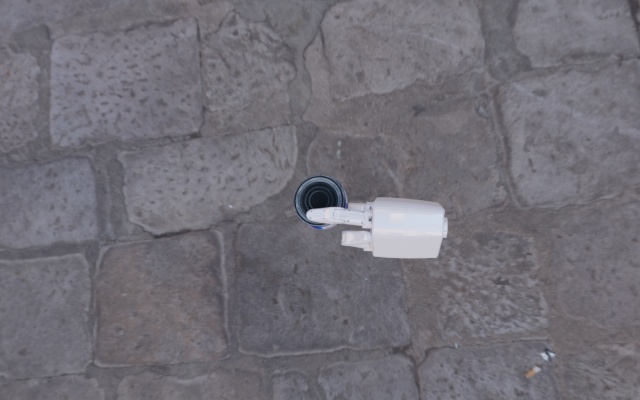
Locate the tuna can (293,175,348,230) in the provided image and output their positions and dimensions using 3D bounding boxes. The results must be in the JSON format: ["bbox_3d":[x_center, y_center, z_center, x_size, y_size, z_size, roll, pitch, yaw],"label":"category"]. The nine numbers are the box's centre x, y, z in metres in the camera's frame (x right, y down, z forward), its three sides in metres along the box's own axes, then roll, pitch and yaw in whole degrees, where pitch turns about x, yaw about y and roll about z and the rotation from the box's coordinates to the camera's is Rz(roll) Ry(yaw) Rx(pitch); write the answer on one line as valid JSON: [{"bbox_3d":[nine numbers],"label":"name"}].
[{"bbox_3d":[0.000,0.002,0.763,0.086,0.086,0.034,0,-9,11],"label":"tuna can"}]
